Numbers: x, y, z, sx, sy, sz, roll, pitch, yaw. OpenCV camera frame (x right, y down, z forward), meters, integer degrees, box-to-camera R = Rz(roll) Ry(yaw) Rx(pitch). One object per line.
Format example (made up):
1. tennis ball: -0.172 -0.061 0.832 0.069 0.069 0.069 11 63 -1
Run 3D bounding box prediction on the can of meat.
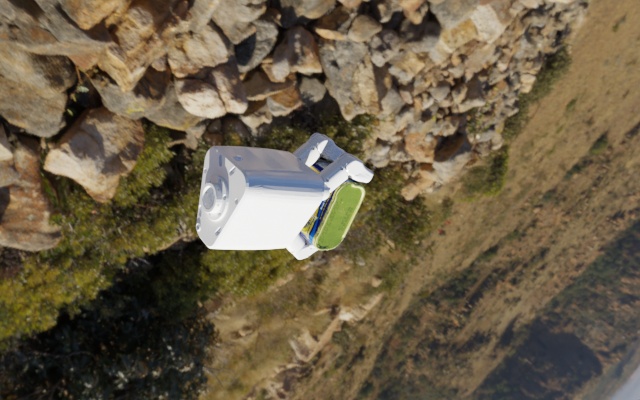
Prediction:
1. can of meat: 0.000 0.002 0.617 0.057 0.102 0.084 6 24 -45
